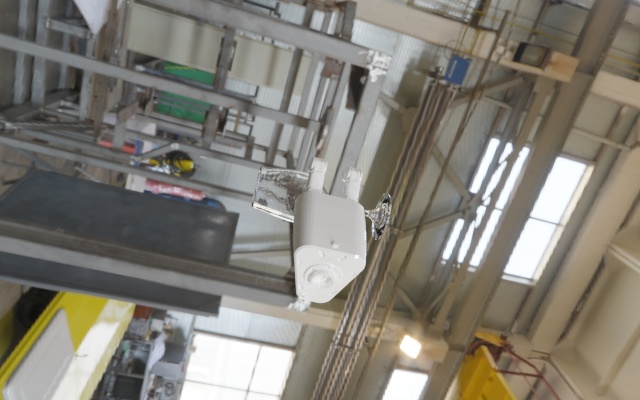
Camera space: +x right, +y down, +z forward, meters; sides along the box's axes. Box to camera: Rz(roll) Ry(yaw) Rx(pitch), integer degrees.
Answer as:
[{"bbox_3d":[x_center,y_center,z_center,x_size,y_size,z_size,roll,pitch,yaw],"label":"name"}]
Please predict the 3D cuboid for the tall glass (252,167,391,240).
[{"bbox_3d":[0.001,0.002,0.725,0.201,0.079,0.079,14,-2,-10],"label":"tall glass"}]
